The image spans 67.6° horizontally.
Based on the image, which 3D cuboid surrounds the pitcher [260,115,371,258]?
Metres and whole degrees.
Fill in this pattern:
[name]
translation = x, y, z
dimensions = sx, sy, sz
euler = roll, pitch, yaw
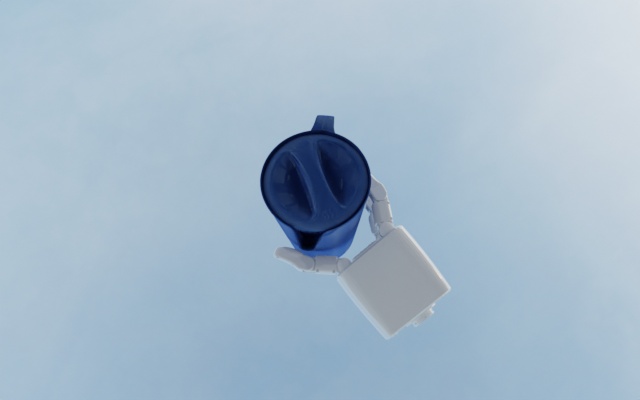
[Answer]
[pitcher]
translation = 0.000, 0.002, 0.681
dimensions = 0.149, 0.145, 0.243
euler = -38, -16, -10
